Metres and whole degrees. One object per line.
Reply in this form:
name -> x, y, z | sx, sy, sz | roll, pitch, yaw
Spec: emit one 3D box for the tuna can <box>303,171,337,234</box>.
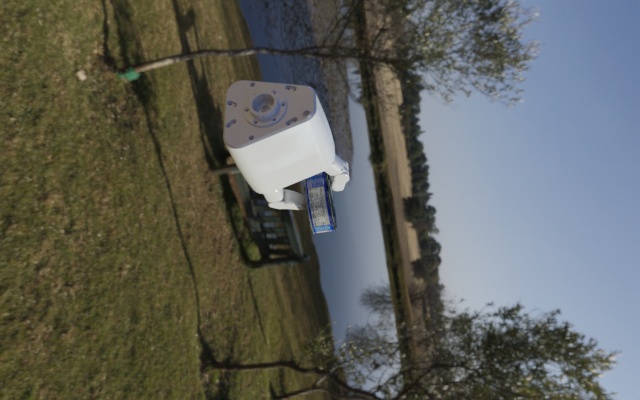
tuna can -> 0.001, 0.002, 0.666 | 0.034, 0.086, 0.086 | -8, -1, 5
